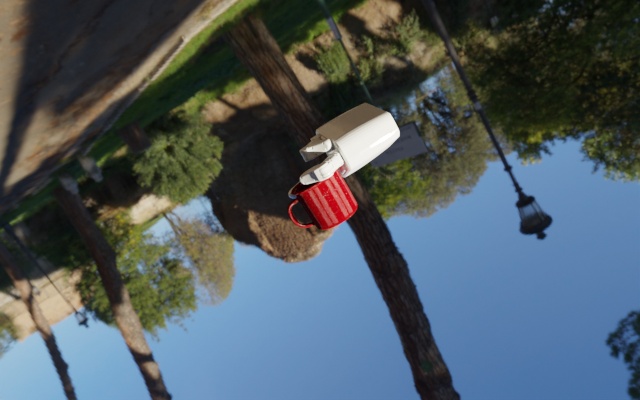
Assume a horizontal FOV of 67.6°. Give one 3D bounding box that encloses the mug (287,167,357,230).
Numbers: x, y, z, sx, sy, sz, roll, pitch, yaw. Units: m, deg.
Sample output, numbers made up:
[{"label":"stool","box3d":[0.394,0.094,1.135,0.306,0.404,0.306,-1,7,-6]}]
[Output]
[{"label":"mug","box3d":[-0.001,0.004,0.811,0.117,0.081,0.093,-33,15,-7]}]
